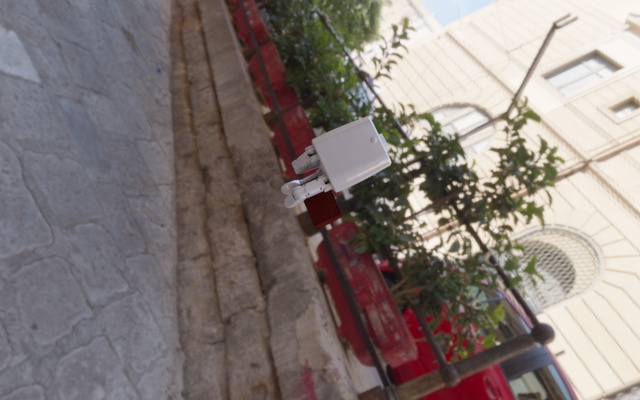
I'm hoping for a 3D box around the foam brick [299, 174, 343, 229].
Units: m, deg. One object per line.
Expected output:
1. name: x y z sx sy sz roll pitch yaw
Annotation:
1. foam brick: 0.000 0.003 0.828 0.051 0.078 0.053 -24 -10 2
